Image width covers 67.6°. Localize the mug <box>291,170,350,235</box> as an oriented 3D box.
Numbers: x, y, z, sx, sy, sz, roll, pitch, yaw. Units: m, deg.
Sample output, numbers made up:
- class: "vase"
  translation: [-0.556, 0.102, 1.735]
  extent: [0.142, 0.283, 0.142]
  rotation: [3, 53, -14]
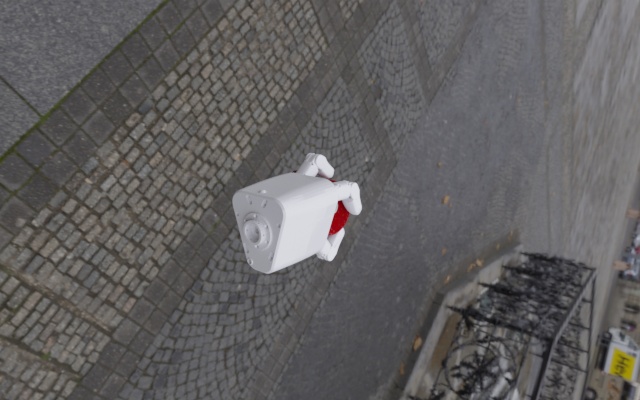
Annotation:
- class: "mug"
  translation: [0.001, 0.002, 0.733]
  extent: [0.081, 0.093, 0.117]
  rotation: [13, 23, 35]
